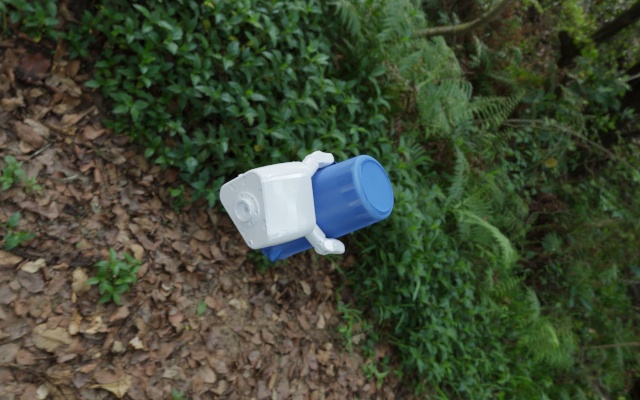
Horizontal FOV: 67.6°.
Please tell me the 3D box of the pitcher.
[{"bbox_3d":[0.000,0.003,0.826,0.243,0.149,0.145,-21,-4,36],"label":"pitcher"}]
